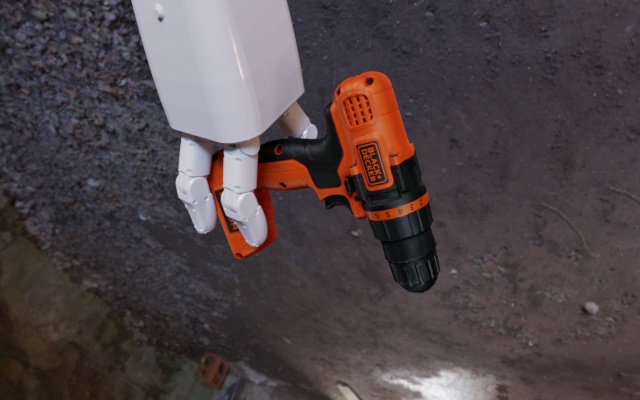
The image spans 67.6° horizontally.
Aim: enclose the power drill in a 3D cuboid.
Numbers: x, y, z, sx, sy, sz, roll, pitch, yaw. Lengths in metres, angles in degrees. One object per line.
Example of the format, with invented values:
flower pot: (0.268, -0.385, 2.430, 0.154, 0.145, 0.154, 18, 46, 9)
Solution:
power drill: (0.000, 0.001, 0.418, 0.187, 0.184, 0.057, -12, 11, 27)
